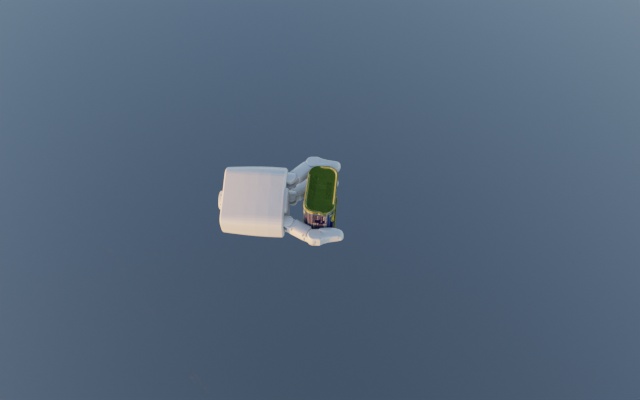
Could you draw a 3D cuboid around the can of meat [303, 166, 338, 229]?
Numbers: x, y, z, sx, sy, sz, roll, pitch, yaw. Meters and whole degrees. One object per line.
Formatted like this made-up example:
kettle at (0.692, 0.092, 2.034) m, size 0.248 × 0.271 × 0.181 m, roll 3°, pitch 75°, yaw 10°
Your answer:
can of meat at (0.000, 0.003, 0.818) m, size 0.057 × 0.102 × 0.084 m, roll 5°, pitch -33°, yaw 2°
